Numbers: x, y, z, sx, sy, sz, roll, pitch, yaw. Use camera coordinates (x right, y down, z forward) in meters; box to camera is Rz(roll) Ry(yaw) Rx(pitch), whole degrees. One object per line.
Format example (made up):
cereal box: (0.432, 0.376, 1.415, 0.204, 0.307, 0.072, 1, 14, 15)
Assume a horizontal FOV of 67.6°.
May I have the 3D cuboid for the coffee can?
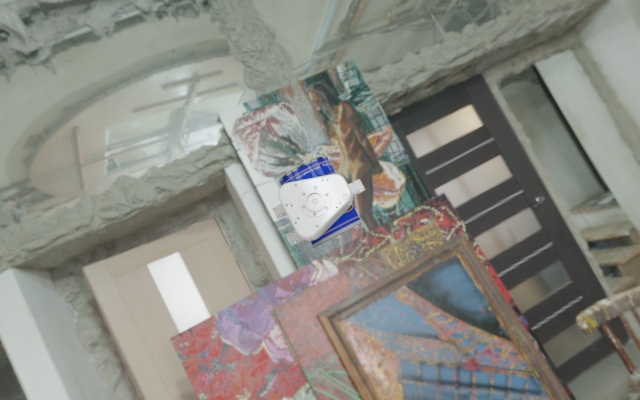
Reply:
coffee can: (0.000, 0.003, 0.883, 0.103, 0.140, 0.103, -28, -5, -3)
